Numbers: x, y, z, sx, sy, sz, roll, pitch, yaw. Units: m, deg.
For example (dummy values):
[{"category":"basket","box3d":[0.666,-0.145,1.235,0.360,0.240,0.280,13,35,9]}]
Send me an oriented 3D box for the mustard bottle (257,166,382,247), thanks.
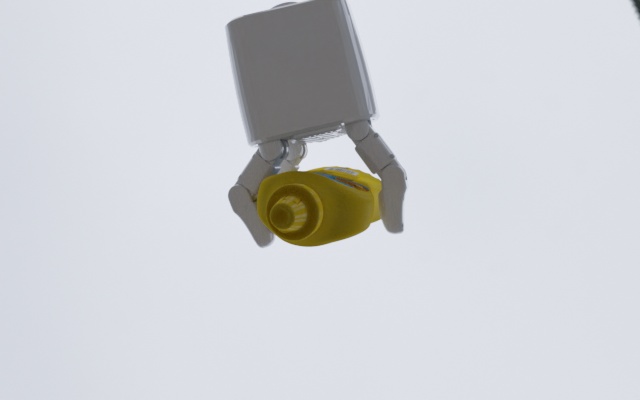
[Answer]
[{"category":"mustard bottle","box3d":[0.000,0.002,0.409,0.096,0.058,0.191,12,8,14]}]
